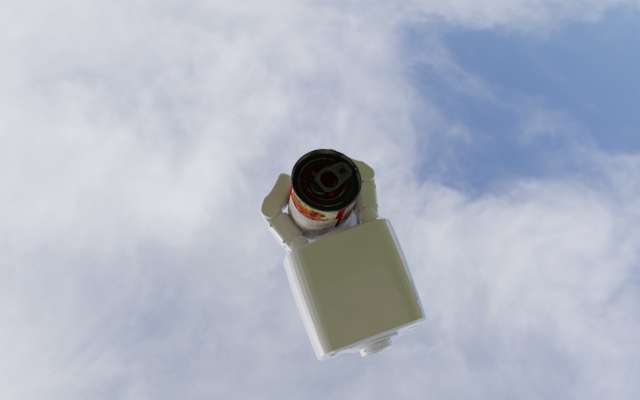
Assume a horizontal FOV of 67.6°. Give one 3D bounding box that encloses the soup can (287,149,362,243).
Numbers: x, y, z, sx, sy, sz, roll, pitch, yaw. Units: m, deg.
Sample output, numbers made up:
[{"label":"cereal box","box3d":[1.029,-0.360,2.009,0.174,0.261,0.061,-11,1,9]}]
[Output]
[{"label":"soup can","box3d":[0.000,0.001,0.496,0.068,0.068,0.102,0,-25,-7]}]
